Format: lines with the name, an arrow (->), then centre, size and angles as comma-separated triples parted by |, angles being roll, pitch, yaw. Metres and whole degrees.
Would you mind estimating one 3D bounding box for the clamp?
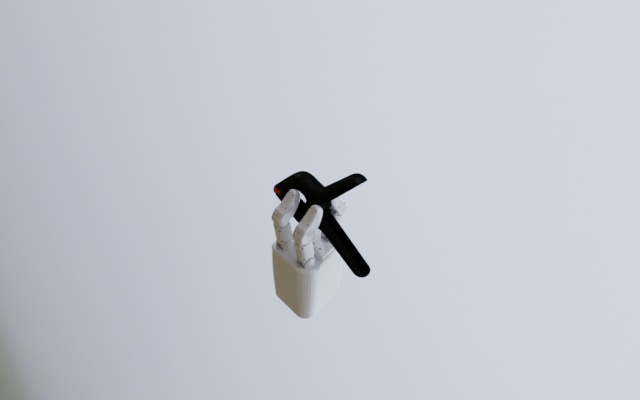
clamp -> 0.000, 0.002, 0.716 | 0.036, 0.165, 0.210 | -25, 41, -33
